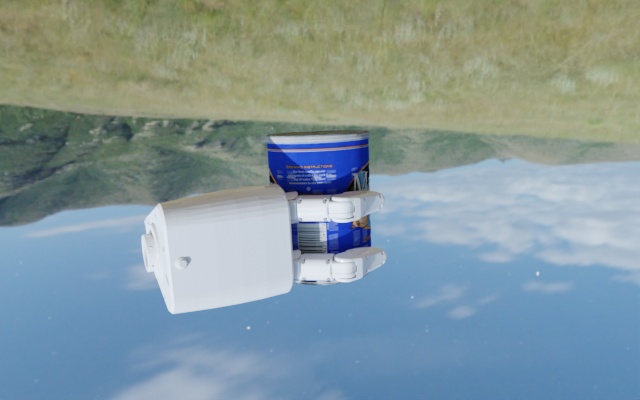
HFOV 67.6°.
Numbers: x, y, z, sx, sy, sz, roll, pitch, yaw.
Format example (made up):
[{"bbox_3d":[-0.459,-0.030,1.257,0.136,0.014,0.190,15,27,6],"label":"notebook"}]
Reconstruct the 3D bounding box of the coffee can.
[{"bbox_3d":[0.000,0.001,0.484,0.103,0.140,0.103,-3,10,0],"label":"coffee can"}]
